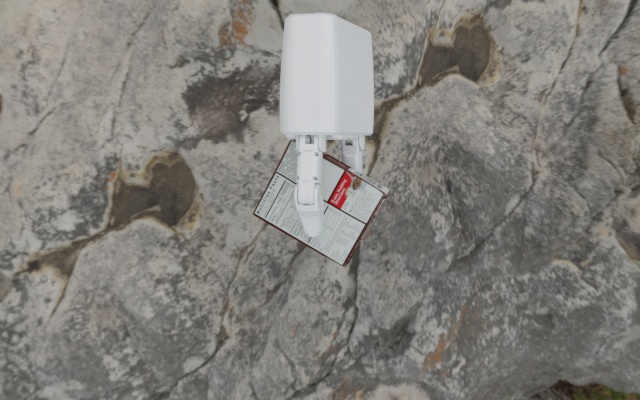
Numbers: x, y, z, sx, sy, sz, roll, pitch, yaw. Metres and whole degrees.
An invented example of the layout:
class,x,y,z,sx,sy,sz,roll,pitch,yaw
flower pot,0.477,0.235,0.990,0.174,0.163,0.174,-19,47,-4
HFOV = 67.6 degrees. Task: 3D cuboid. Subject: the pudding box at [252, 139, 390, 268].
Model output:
class,x,y,z,sx,sy,sz,roll,pitch,yaw
pudding box,0.000,0.002,0.488,0.113,0.090,0.039,30,11,8
